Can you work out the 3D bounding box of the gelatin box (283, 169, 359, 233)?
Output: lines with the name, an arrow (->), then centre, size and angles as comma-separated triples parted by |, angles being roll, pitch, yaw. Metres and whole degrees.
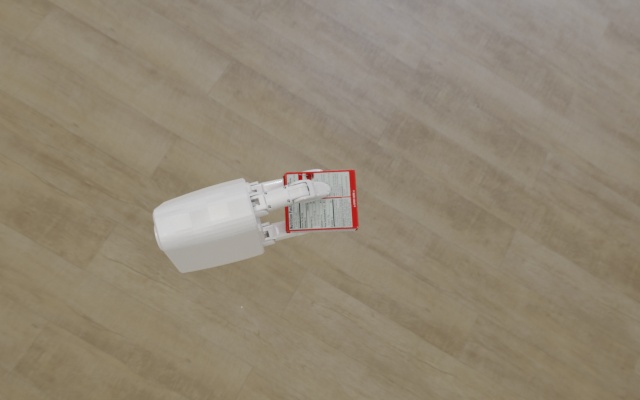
gelatin box -> 0.000, 0.002, 0.585 | 0.089, 0.073, 0.030 | -3, -10, -2
